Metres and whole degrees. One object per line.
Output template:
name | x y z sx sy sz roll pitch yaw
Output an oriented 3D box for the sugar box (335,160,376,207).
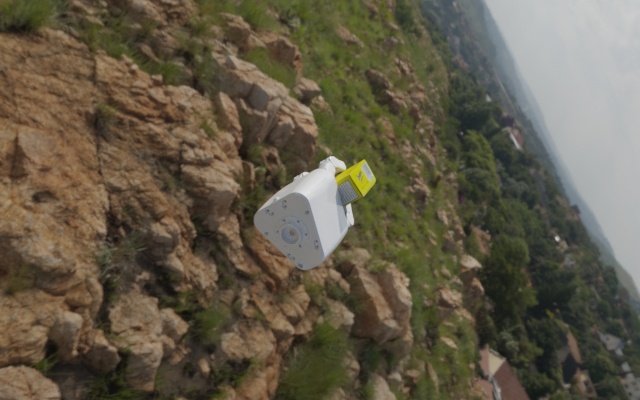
sugar box | 0.000 0.002 0.776 0.176 0.048 0.093 -28 7 26
